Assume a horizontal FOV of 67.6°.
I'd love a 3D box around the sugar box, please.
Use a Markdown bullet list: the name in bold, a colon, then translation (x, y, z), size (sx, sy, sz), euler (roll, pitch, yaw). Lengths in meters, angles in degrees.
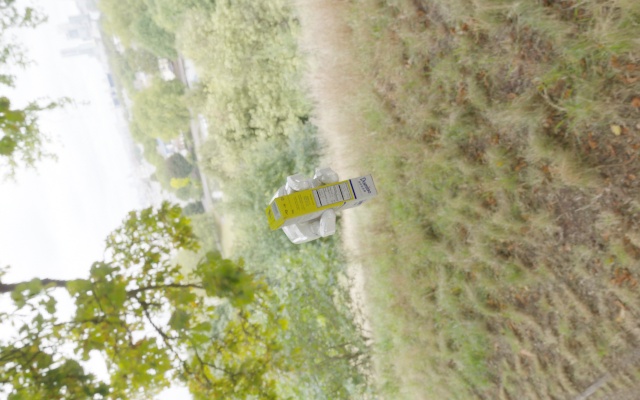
- **sugar box**: translation (0.000, 0.002, 0.826), size (0.176, 0.048, 0.093), euler (-17, -8, -21)
